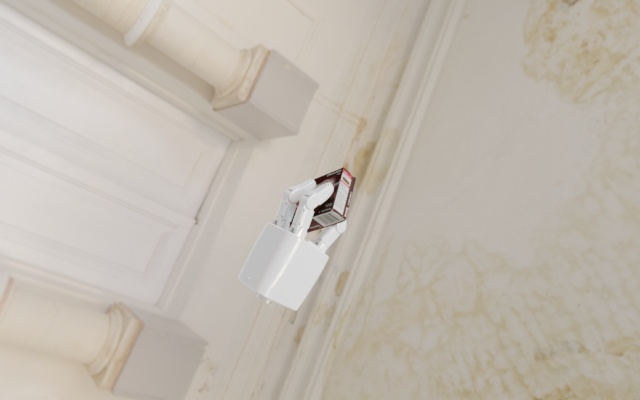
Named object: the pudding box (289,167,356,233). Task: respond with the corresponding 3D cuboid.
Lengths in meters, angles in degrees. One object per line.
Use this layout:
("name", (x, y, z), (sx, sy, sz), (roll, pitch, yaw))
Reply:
("pudding box", (0.000, 0.003, 0.802), (0.113, 0.090, 0.039), (-18, -45, 40))
